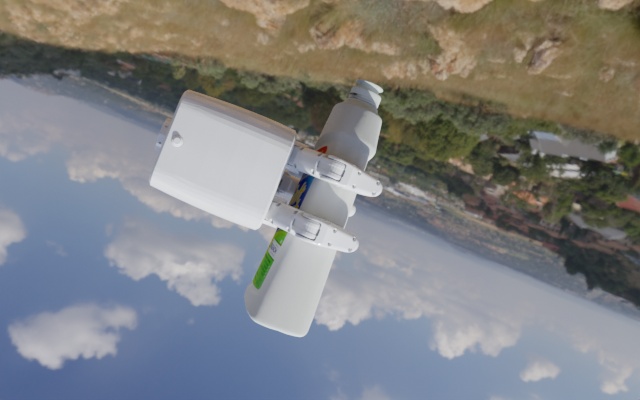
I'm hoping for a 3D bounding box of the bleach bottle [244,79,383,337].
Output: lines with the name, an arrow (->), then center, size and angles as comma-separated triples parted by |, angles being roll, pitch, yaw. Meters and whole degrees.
bleach bottle -> 0.000, 0.002, 0.482 | 0.068, 0.251, 0.102 | 22, 1, -12
